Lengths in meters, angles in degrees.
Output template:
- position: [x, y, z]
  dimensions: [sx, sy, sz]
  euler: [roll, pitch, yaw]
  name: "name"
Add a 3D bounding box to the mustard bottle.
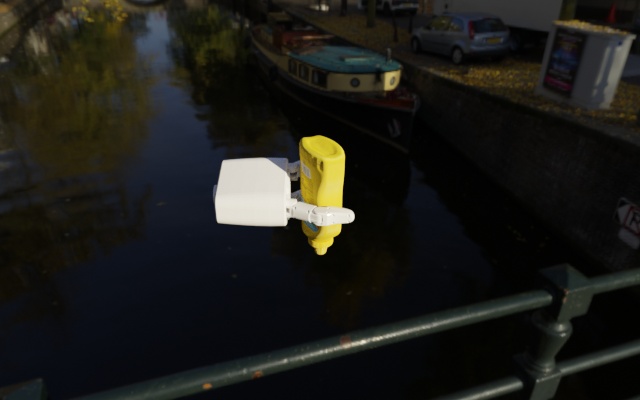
- position: [0.000, 0.002, 0.751]
  dimensions: [0.058, 0.192, 0.096]
  euler: [-12, 32, -23]
  name: "mustard bottle"
